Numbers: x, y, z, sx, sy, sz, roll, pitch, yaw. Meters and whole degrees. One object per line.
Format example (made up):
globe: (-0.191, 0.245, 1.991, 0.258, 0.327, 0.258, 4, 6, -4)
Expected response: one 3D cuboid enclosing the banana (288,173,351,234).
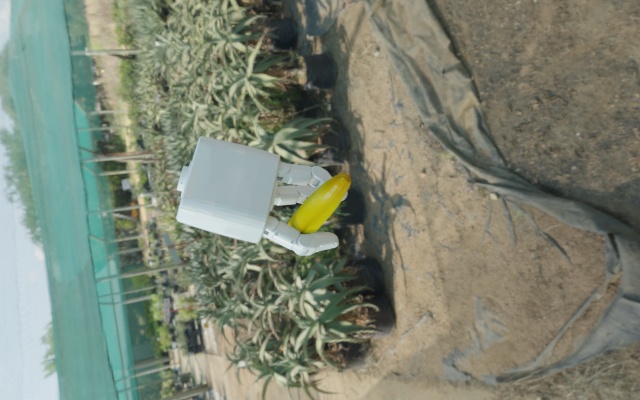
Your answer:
banana: (-0.011, 0.017, 0.625, 0.037, 0.069, 0.198, 37, -19, -1)
